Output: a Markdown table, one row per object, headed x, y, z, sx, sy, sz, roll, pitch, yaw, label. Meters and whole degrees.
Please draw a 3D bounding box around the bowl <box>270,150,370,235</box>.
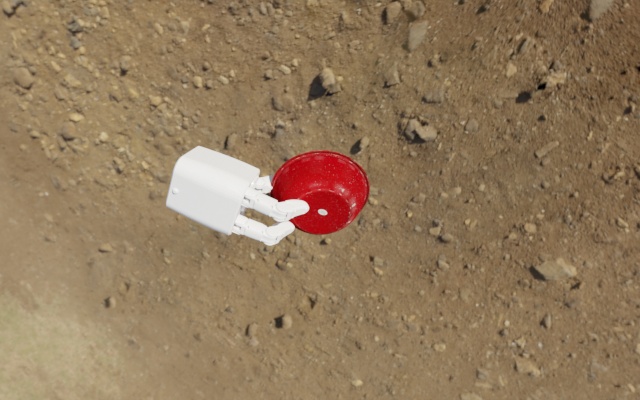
| x | y | z | sx | sy | sz | roll | pitch | yaw | label |
| --- | --- | --- | --- | --- | --- | --- | --- | --- | --- |
| 0.001 | 0.003 | 0.754 | 0.162 | 0.162 | 0.055 | 0 | 39 | -3 | bowl |
